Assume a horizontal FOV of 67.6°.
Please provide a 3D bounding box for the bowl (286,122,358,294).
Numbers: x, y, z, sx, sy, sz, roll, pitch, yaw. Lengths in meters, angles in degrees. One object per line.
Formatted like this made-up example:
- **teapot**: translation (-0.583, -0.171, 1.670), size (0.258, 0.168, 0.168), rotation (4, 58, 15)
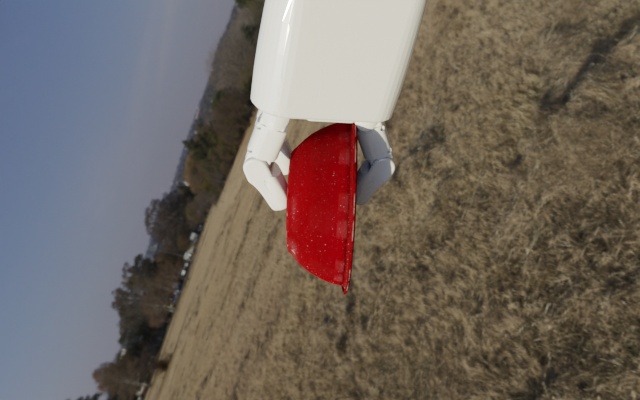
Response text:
- **bowl**: translation (0.000, 0.003, 0.431), size (0.055, 0.162, 0.162), rotation (2, 0, 0)
